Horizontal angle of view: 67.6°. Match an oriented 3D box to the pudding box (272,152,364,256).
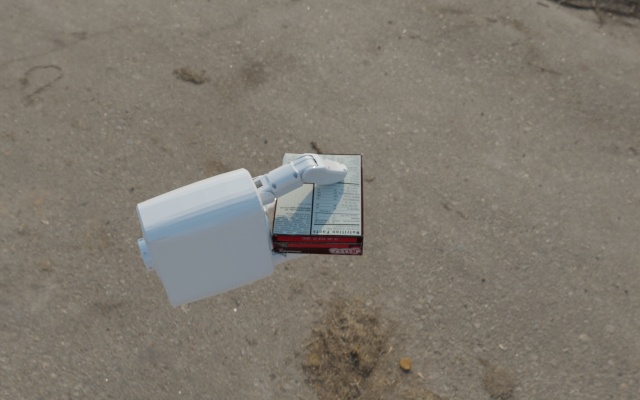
[{"bbox_3d":[0.000,0.002,0.495,0.090,0.113,0.039,2,-36,2],"label":"pudding box"}]
